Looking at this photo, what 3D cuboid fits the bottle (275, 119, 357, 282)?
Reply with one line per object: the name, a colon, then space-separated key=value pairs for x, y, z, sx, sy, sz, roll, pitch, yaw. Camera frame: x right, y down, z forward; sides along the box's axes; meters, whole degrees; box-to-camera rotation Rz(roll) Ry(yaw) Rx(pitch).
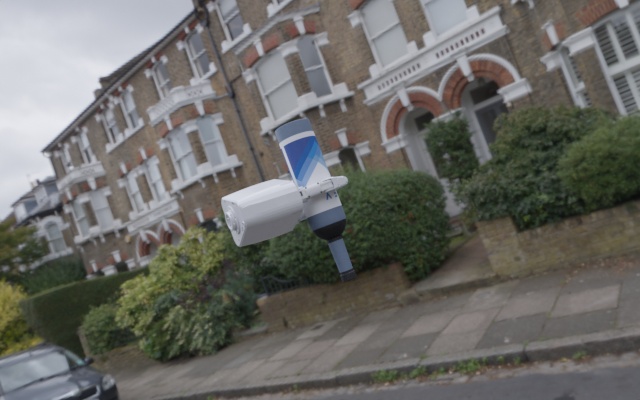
bottle: x=0.000 y=0.003 z=0.854 sx=0.069 sy=0.295 sz=0.069 roll=-21 pitch=-3 yaw=-1
